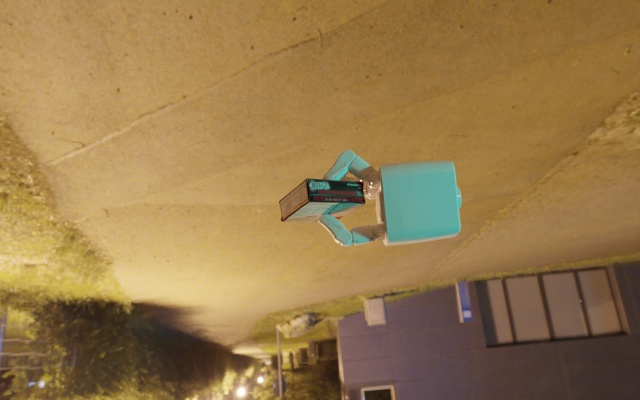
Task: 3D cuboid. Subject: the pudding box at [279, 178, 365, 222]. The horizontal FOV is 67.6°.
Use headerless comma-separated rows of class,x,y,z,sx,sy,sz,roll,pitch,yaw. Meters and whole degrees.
pudding box,0.000,0.002,0.702,0.090,0.039,0.113,3,-20,-25
